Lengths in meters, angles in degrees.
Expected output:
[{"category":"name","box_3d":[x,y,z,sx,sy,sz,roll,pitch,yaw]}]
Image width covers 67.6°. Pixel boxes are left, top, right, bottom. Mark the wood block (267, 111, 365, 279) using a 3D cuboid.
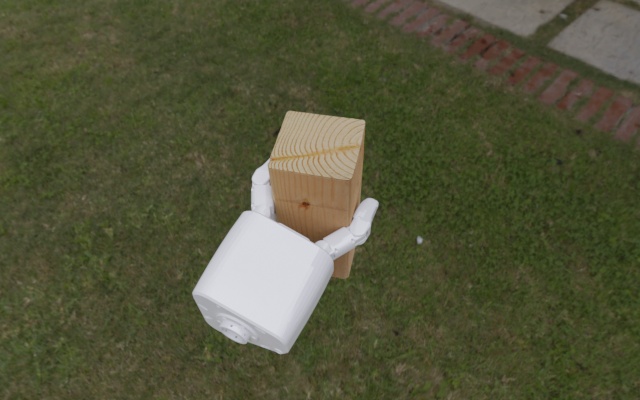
[{"category":"wood block","box_3d":[0.000,0.002,0.584,0.091,0.090,0.206,9,-36,8]}]
